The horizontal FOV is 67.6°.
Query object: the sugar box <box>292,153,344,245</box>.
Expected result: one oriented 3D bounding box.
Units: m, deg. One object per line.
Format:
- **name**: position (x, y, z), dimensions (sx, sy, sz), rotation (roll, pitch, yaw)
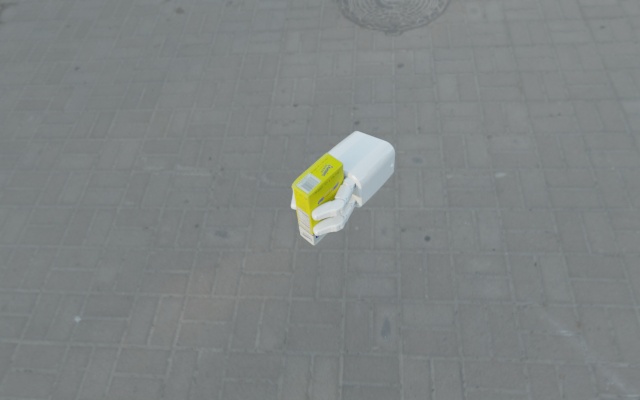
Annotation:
- **sugar box**: position (0.001, 0.003, 0.879), dimensions (0.048, 0.093, 0.176), rotation (36, -23, 26)
